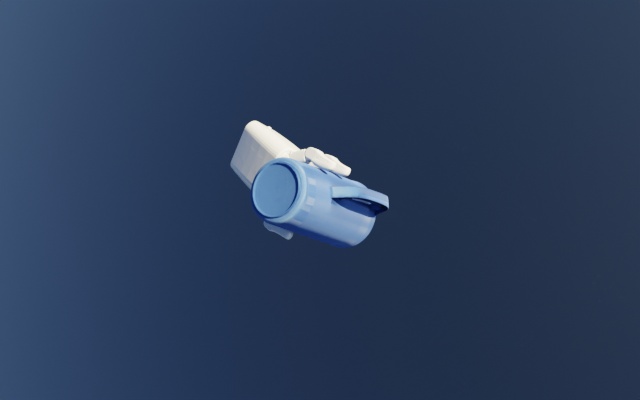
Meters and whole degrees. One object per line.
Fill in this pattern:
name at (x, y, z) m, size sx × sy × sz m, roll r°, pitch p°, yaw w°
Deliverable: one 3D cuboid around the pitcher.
pitcher at (0.000, 0.003, 0.831) m, size 0.145 × 0.149 × 0.243 m, roll 43°, pitch 12°, yaw 30°
